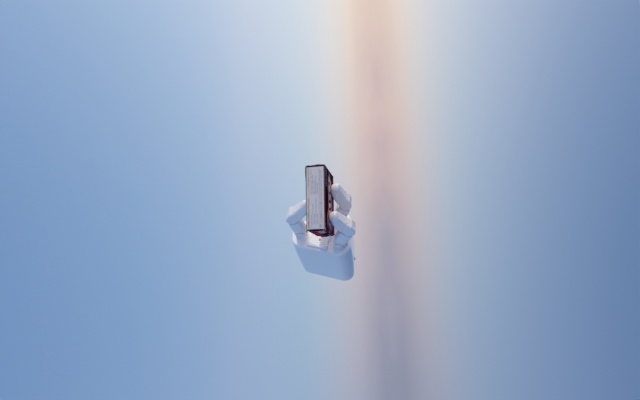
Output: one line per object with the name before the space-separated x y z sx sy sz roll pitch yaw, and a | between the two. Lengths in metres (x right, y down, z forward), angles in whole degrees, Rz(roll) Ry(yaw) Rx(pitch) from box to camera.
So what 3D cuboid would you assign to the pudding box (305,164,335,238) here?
pudding box | 0.000 0.003 0.819 0.039 0.113 0.090 -5 -11 9
